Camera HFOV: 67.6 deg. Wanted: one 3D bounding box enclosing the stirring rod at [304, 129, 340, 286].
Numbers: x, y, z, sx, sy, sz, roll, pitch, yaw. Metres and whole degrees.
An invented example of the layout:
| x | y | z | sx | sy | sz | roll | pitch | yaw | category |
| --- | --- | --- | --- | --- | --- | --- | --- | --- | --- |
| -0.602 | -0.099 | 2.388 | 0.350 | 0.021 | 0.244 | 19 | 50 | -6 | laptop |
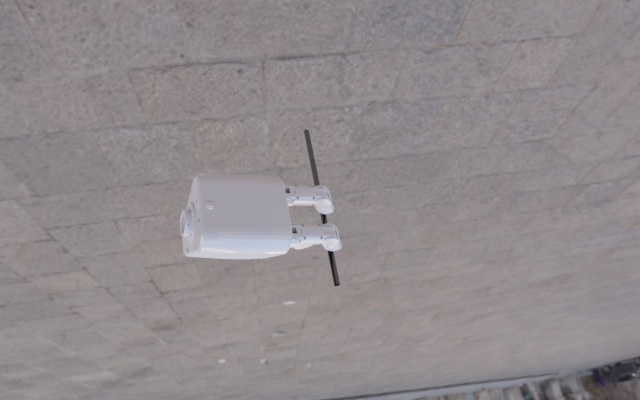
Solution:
| x | y | z | sx | sy | sz | roll | pitch | yaw | category |
| --- | --- | --- | --- | --- | --- | --- | --- | --- | --- |
| 0.000 | 0.002 | 0.665 | 0.011 | 0.239 | 0.011 | -9 | -25 | -4 | stirring rod |
